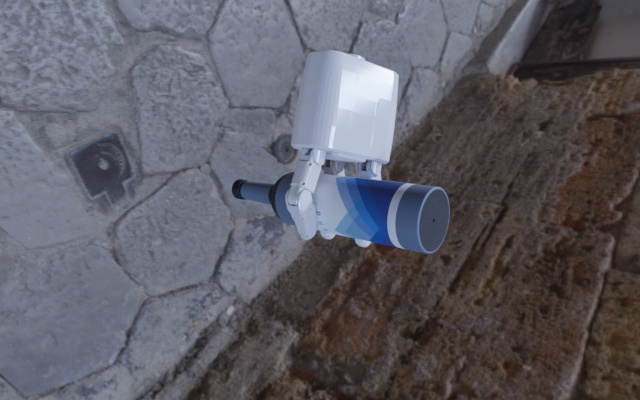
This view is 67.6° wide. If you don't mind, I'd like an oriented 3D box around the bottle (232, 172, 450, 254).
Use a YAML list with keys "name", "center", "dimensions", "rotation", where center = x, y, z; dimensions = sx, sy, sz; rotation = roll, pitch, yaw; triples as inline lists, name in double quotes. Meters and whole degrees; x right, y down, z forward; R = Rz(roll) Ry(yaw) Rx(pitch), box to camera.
- name: "bottle"
  center: [0.000, 0.002, 0.560]
  dimensions: [0.295, 0.069, 0.069]
  rotation: [9, 6, 40]
